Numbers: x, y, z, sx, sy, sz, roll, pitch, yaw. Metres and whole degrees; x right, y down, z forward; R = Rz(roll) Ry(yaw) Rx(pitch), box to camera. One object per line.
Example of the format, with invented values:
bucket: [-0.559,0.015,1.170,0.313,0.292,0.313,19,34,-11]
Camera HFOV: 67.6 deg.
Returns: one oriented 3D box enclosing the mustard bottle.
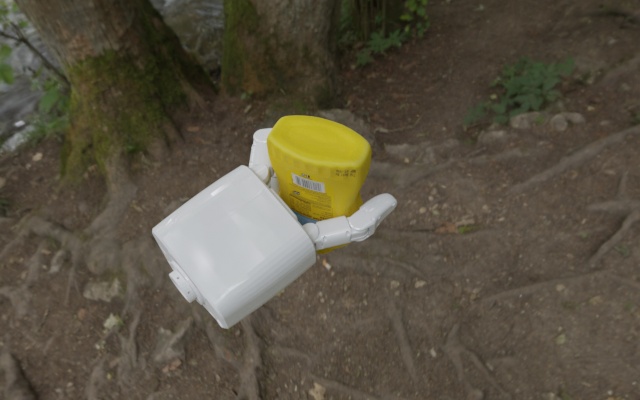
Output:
mustard bottle: [0.000,0.001,0.503,0.096,0.058,0.192,18,-34,14]
